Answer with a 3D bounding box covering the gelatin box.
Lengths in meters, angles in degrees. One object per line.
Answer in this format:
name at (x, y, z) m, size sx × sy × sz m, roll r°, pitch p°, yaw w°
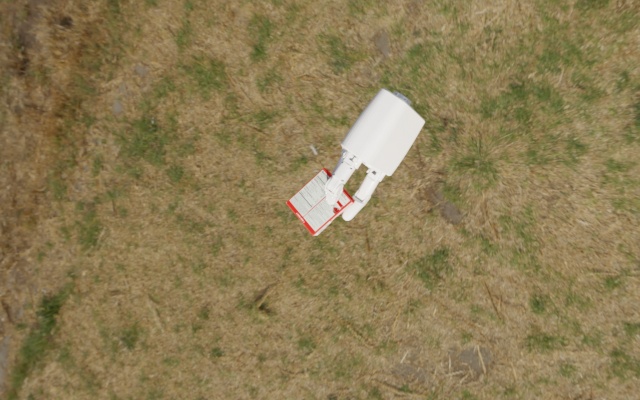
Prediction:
gelatin box at (0.000, 0.003, 0.785) m, size 0.089 × 0.073 × 0.030 m, roll -42°, pitch -11°, yaw 7°
